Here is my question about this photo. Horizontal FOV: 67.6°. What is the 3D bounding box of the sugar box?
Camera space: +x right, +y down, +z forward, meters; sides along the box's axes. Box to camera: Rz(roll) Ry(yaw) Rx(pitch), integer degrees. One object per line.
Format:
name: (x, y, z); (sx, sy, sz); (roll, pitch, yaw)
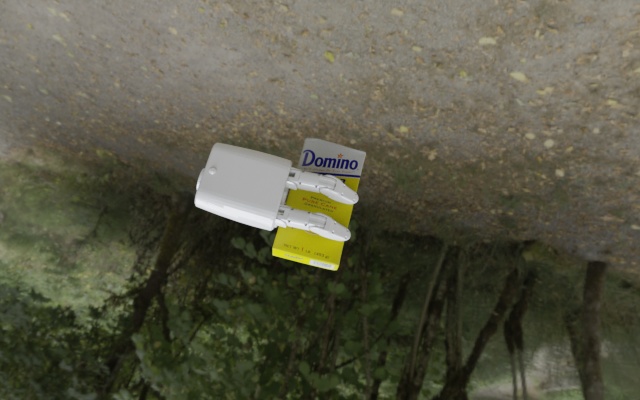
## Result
sugar box: (0.000, 0.002, 0.674); (0.093, 0.176, 0.048); (15, -19, 0)
